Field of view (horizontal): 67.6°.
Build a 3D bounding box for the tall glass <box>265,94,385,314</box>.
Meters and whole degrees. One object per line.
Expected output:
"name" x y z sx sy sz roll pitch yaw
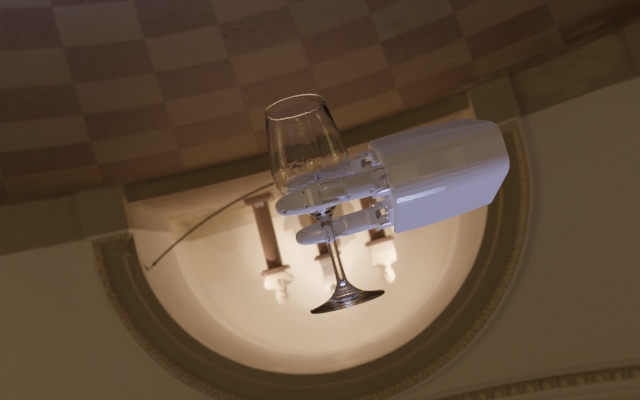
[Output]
"tall glass" 0.000 0.002 0.465 0.079 0.201 0.079 -15 -6 -2
